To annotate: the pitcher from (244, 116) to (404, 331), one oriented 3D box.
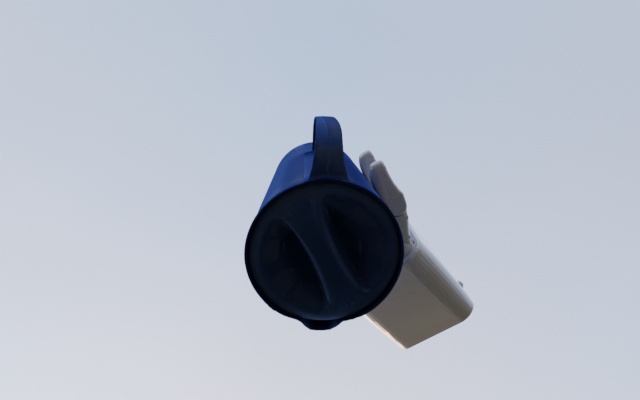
[{"bbox_3d":[0.000,0.002,0.501,0.145,0.149,0.242,44,11,-15],"label":"pitcher"}]
